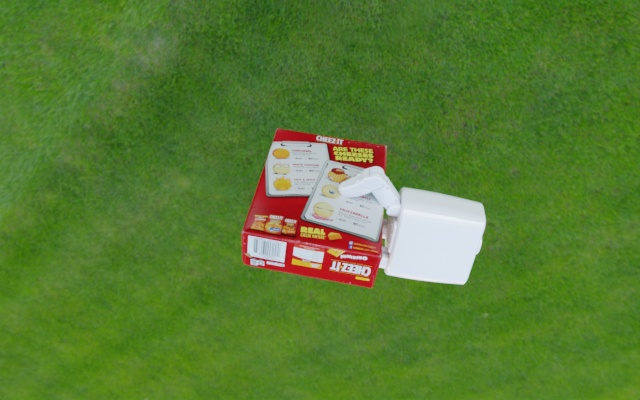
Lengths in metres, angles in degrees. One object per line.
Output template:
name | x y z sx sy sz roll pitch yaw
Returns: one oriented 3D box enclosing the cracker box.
cracker box | 0.000 0.002 0.634 0.164 0.072 0.213 10 43 1
